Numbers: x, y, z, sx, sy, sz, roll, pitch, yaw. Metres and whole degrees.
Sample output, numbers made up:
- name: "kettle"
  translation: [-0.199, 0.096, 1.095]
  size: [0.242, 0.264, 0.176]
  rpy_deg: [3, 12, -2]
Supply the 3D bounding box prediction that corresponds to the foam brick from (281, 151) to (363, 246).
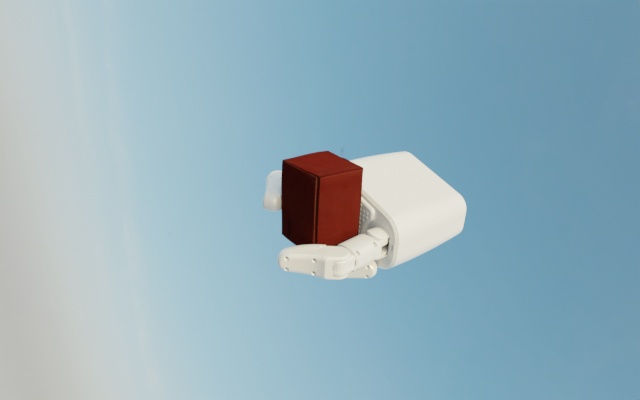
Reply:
- name: "foam brick"
  translation: [0.000, 0.001, 0.426]
  size: [0.051, 0.078, 0.053]
  rpy_deg: [-17, 32, -34]
